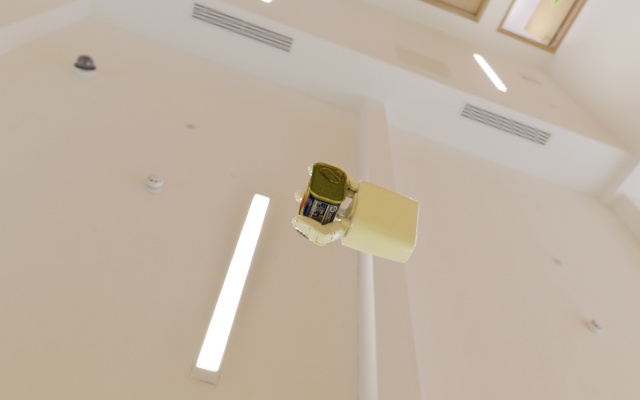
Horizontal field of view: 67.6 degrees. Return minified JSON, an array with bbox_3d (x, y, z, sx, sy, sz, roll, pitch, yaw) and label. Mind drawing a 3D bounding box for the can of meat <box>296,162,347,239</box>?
[{"bbox_3d":[0.000,0.003,0.753,0.057,0.084,0.102,18,32,-6],"label":"can of meat"}]
